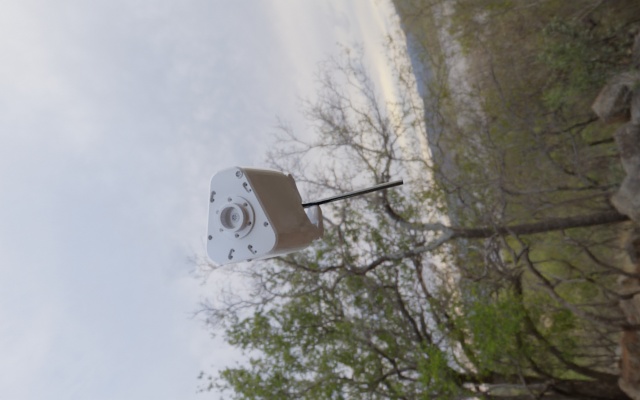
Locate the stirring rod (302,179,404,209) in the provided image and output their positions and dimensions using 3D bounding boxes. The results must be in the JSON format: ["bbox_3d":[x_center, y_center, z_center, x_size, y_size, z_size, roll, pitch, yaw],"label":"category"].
[{"bbox_3d":[0.000,0.002,0.681,0.239,0.011,0.011,-14,-5,19],"label":"stirring rod"}]
